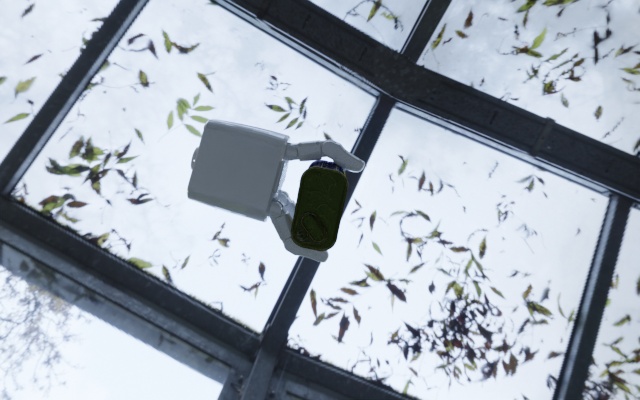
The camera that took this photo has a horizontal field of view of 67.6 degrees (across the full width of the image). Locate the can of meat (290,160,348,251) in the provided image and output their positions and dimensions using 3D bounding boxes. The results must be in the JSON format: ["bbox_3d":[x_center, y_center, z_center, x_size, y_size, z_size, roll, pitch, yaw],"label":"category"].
[{"bbox_3d":[0.000,0.002,0.607,0.057,0.102,0.084,11,13,0],"label":"can of meat"}]
